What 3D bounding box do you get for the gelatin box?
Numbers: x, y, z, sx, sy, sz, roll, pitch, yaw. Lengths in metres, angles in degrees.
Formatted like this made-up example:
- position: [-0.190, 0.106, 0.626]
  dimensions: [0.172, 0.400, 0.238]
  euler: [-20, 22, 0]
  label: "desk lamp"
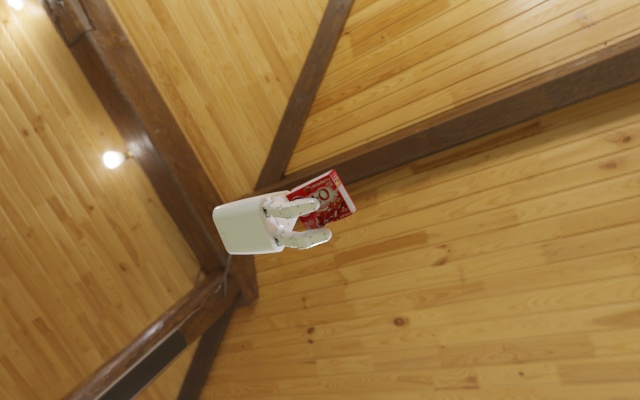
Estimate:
- position: [0.001, 0.002, 0.751]
  dimensions: [0.089, 0.073, 0.030]
  euler: [-24, 12, 28]
  label: "gelatin box"
